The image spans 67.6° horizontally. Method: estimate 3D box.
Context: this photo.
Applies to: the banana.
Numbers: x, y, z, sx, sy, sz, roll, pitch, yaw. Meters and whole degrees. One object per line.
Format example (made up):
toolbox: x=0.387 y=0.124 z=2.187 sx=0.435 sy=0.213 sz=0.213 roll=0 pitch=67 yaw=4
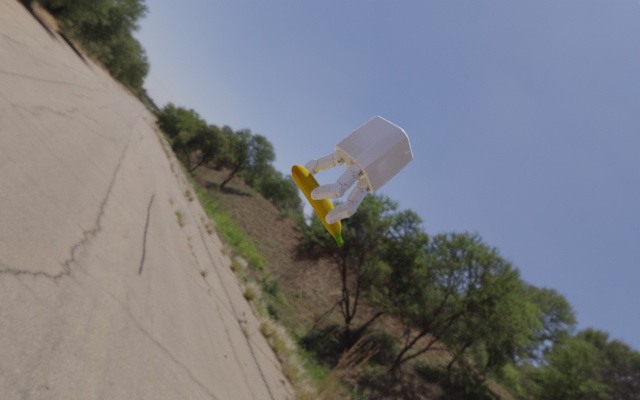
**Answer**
banana: x=-0.004 y=-0.002 z=0.914 sx=0.037 sy=0.198 sz=0.069 roll=-35 pitch=29 yaw=-2
